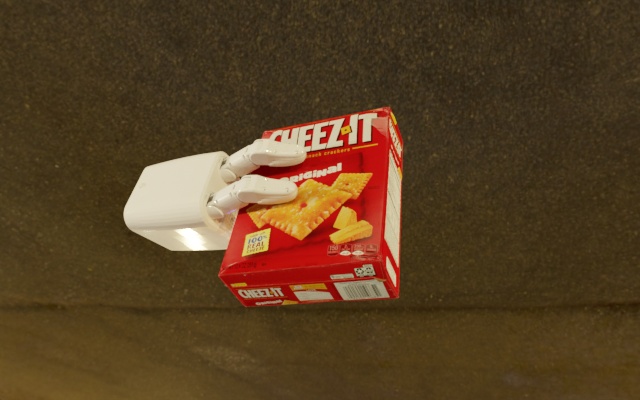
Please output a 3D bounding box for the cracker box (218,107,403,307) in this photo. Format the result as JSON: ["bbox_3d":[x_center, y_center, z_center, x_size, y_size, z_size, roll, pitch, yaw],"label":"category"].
[{"bbox_3d":[0.000,0.002,0.514,0.164,0.213,0.072,-7,-43,19],"label":"cracker box"}]
